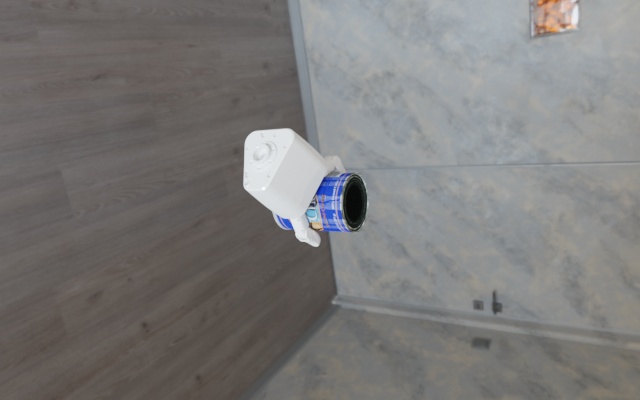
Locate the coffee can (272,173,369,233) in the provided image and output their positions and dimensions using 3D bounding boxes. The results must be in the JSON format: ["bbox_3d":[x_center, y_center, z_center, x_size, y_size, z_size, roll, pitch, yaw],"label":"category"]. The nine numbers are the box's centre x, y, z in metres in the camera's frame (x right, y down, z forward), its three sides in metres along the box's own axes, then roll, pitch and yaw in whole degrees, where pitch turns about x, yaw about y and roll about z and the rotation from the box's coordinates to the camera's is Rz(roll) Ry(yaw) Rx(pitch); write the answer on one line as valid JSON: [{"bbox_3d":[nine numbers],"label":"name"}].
[{"bbox_3d":[0.000,0.003,0.836,0.140,0.103,0.103,1,0,31],"label":"coffee can"}]
